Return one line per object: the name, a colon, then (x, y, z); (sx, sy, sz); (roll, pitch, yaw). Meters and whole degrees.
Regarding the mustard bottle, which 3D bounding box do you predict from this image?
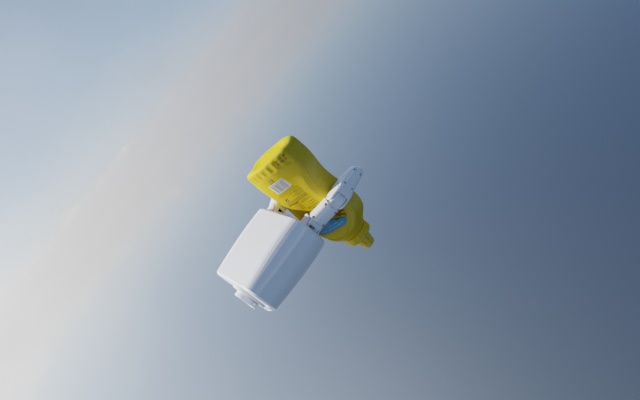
mustard bottle: (0.000, 0.002, 0.643); (0.192, 0.058, 0.096); (41, -42, -17)
